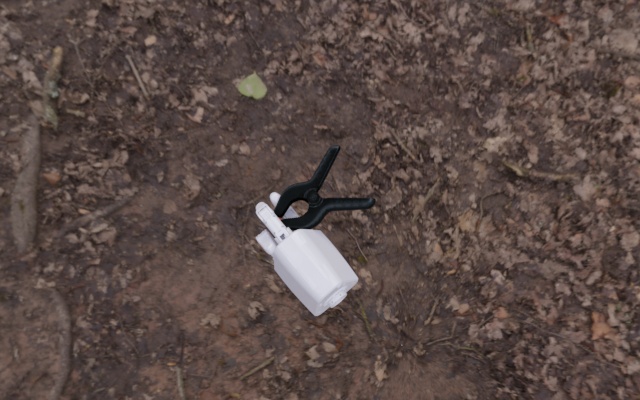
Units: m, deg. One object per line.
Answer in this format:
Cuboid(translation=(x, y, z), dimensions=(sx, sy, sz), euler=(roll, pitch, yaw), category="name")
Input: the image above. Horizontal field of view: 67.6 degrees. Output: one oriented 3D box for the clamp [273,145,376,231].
Cuboid(translation=(0.000, 0.002, 0.771), dimensions=(0.171, 0.120, 0.039), euler=(-41, -19, -4), category="clamp")
